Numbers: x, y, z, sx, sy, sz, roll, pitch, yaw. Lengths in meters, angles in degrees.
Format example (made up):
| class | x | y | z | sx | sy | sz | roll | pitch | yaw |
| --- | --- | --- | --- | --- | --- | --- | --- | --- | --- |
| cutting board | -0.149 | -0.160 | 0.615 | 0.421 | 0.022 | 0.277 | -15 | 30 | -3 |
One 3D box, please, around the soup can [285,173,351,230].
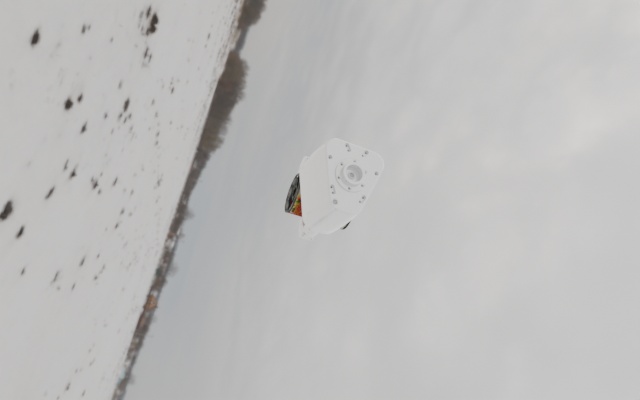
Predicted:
| class | x | y | z | sx | sy | sz | roll | pitch | yaw |
| --- | --- | --- | --- | --- | --- | --- | --- | --- | --- |
| soup can | 0.000 | 0.003 | 0.790 | 0.102 | 0.068 | 0.068 | 18 | -5 | -15 |
